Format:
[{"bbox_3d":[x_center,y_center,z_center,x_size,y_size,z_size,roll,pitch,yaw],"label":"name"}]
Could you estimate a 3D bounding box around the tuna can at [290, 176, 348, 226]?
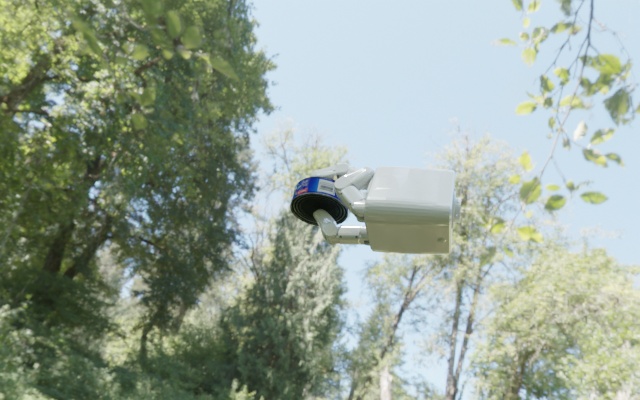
[{"bbox_3d":[0.000,0.002,0.705,0.086,0.033,0.086,7,-34,5],"label":"tuna can"}]
